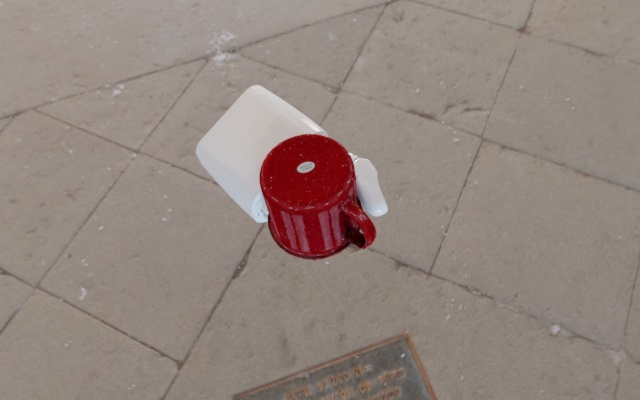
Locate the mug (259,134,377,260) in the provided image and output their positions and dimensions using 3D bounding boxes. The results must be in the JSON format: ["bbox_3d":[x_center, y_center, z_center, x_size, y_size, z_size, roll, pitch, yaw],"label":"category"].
[{"bbox_3d":[0.001,0.002,0.425,0.117,0.093,0.081,37,-21,24],"label":"mug"}]
